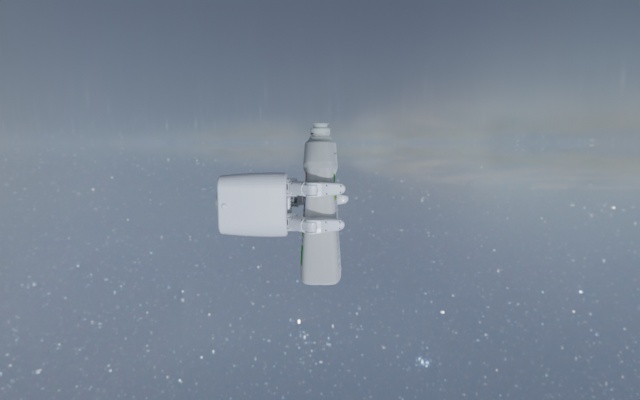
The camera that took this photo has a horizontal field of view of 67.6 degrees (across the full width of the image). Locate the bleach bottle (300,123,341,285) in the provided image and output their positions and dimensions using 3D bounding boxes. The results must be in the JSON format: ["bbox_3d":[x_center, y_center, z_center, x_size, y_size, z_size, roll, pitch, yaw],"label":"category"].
[{"bbox_3d":[0.000,0.003,0.771,0.068,0.251,0.102,0,7,1],"label":"bleach bottle"}]
